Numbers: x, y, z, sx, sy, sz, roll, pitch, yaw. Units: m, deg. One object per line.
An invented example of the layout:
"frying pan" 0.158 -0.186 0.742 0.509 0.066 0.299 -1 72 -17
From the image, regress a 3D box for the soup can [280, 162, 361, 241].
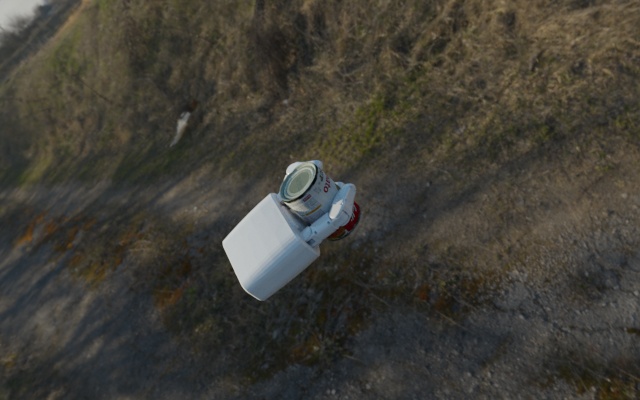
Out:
"soup can" 0.000 0.002 0.667 0.068 0.068 0.102 0 -34 48
